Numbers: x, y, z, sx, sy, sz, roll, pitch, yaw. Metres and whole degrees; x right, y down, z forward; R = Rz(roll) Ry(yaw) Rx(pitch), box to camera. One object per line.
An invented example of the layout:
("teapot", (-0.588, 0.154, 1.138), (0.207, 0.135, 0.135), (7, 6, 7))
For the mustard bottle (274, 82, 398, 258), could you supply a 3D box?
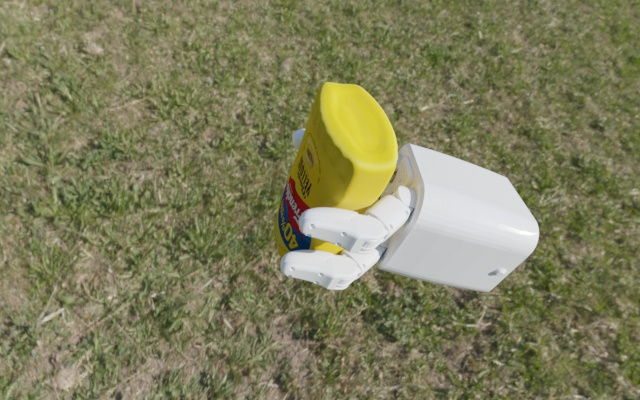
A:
("mustard bottle", (0.000, 0.001, 0.412), (0.058, 0.096, 0.192), (-2, -38, -23))
